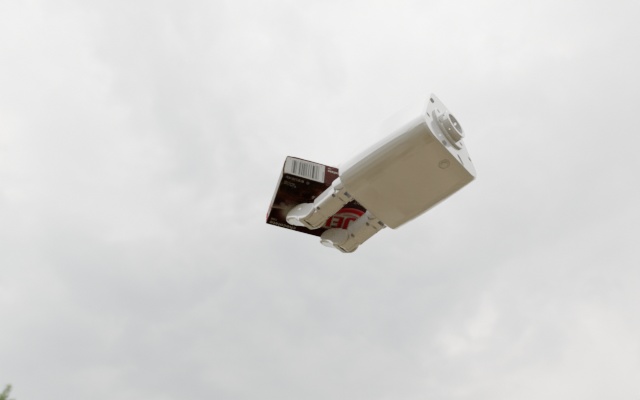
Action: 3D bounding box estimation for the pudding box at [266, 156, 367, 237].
[{"bbox_3d":[0.000,0.002,0.569,0.113,0.039,0.090,16,-47,-8],"label":"pudding box"}]
